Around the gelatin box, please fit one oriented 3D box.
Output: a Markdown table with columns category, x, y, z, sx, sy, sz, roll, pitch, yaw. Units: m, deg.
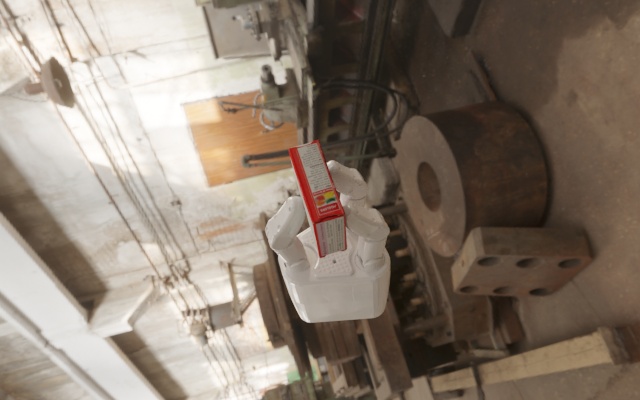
| category | x | y | z | sx | sy | sz | roll | pitch | yaw |
| --- | --- | --- | --- | --- | --- | --- | --- | --- | --- |
| gelatin box | 0.000 | 0.001 | 0.422 | 0.030 | 0.073 | 0.089 | -17 | -25 | -3 |
